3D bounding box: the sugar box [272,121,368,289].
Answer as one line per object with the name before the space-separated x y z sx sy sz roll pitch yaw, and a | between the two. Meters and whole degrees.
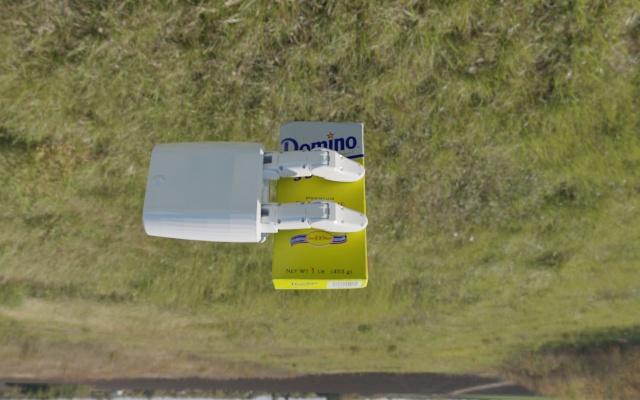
sugar box | 0.000 0.002 0.496 0.093 0.176 0.048 0 -22 -1
